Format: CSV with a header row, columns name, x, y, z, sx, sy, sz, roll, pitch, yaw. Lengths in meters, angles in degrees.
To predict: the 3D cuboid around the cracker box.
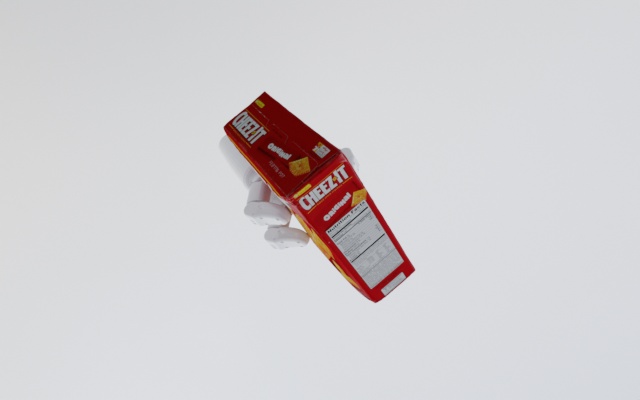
name,x,y,z,sx,sy,sz,roll,pitch,yaw
cracker box,0.000,0.002,0.532,0.164,0.072,0.214,44,-6,46
